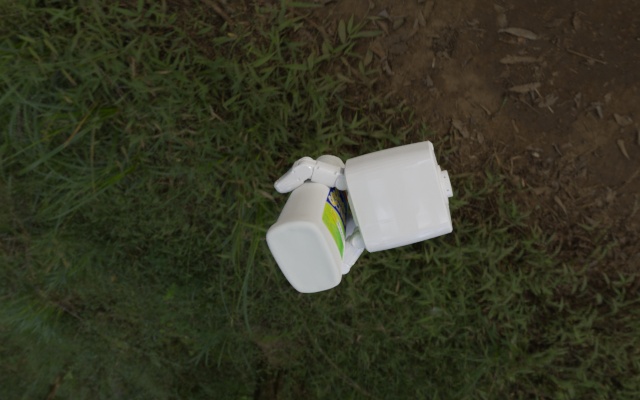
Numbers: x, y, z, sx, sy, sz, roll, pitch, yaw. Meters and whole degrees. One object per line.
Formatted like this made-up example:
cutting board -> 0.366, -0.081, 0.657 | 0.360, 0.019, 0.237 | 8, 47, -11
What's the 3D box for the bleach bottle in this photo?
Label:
bleach bottle -> 0.000, 0.002, 0.629 | 0.068, 0.103, 0.250 | -15, 28, 18
